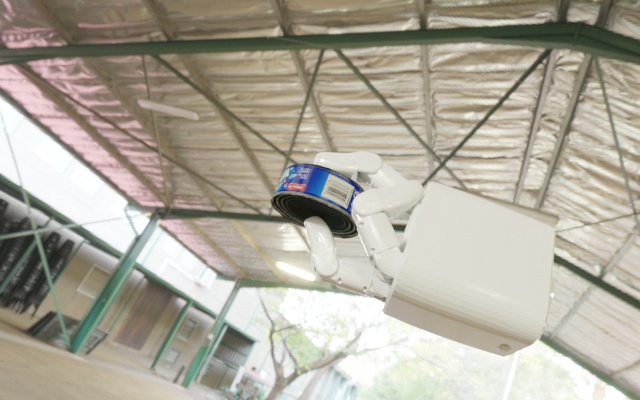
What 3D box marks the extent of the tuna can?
[{"bbox_3d":[0.000,0.001,0.440,0.086,0.033,0.086,18,-21,7],"label":"tuna can"}]
